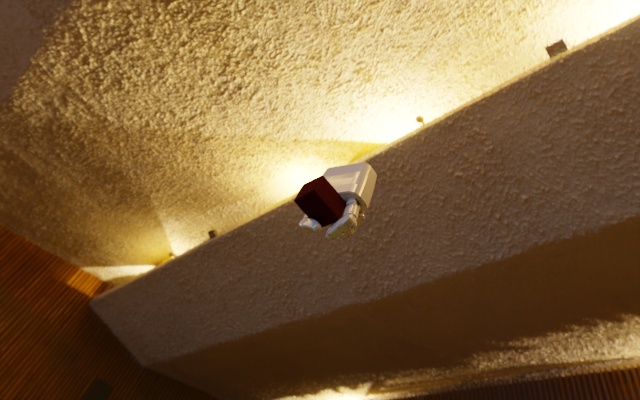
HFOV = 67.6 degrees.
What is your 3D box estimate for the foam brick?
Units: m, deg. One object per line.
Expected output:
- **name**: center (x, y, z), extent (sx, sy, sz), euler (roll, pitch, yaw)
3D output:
- **foam brick**: center (0.000, 0.003, 0.877), extent (0.053, 0.078, 0.051), euler (-24, 27, 37)
